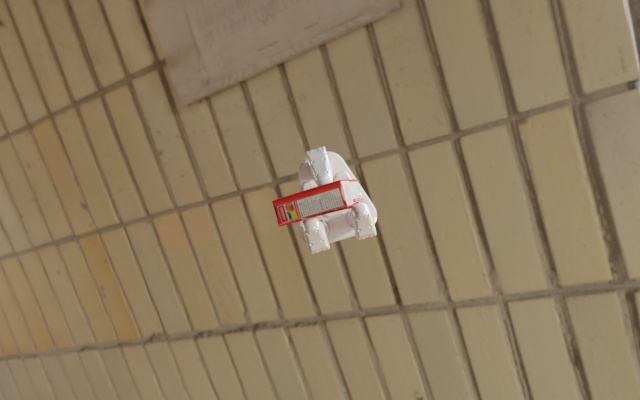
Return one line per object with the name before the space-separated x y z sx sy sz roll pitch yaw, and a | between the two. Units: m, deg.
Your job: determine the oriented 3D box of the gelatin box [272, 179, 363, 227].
gelatin box | 0.000 0.001 0.498 0.073 0.030 0.089 -16 -1 15
